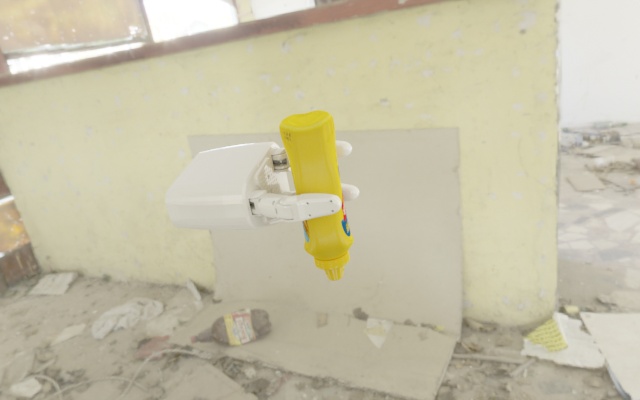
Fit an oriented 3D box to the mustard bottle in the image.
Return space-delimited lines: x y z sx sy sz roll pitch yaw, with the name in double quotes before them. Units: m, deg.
"mustard bottle" 0.000 0.001 0.530 0.058 0.192 0.096 -11 19 -1
